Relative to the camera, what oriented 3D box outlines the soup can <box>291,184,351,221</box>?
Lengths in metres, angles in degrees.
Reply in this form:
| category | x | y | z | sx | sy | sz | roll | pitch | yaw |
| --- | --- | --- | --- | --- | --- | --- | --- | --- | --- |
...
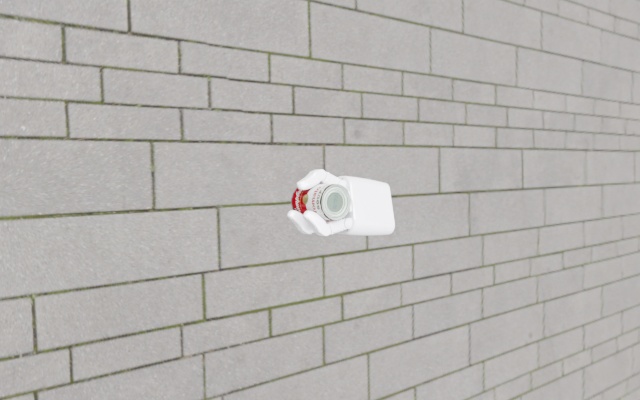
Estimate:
| category | x | y | z | sx | sy | sz | roll | pitch | yaw |
| --- | --- | --- | --- | --- | --- | --- | --- | --- | --- |
| soup can | 0.000 | 0.003 | 0.884 | 0.068 | 0.068 | 0.102 | 0 | 1 | -34 |
